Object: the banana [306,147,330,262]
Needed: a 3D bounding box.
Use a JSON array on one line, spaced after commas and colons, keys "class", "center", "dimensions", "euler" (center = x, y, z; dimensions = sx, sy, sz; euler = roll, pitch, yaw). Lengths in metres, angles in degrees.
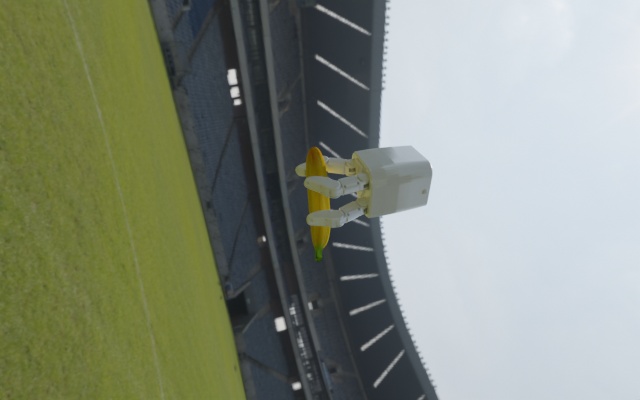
[{"class": "banana", "center": [-0.002, 0.000, 0.810], "dimensions": [0.037, 0.198, 0.069], "euler": [-6, 19, -5]}]
